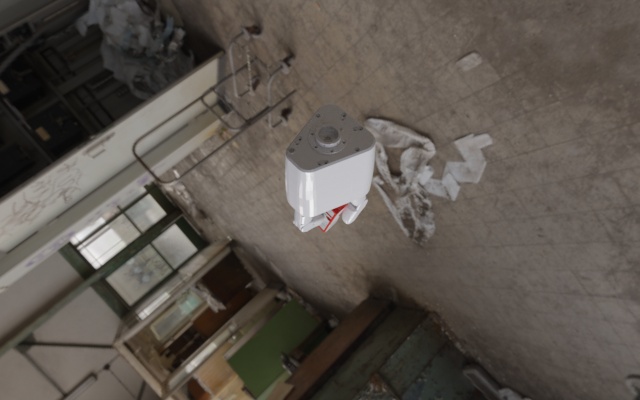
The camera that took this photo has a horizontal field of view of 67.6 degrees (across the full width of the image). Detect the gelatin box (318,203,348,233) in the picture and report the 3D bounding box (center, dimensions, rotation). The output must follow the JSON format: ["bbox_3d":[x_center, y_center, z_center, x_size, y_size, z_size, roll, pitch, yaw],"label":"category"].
[{"bbox_3d":[0.000,0.003,0.747,0.030,0.073,0.089,-40,-9,-24],"label":"gelatin box"}]
